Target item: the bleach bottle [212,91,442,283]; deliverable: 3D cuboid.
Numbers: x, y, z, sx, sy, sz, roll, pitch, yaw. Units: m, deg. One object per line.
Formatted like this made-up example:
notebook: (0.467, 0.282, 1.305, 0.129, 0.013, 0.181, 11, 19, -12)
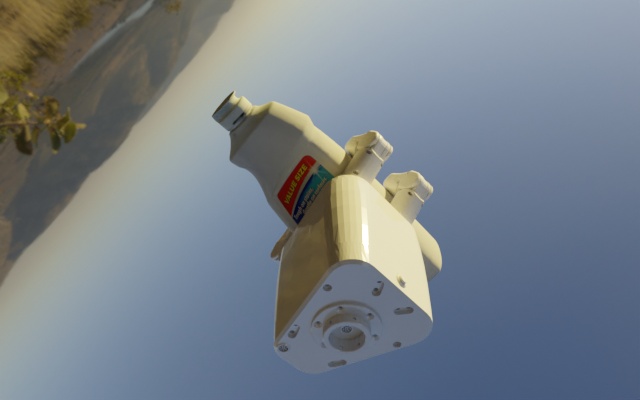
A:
bleach bottle: (0.000, 0.001, 0.446, 0.102, 0.251, 0.068, -39, 24, 23)
